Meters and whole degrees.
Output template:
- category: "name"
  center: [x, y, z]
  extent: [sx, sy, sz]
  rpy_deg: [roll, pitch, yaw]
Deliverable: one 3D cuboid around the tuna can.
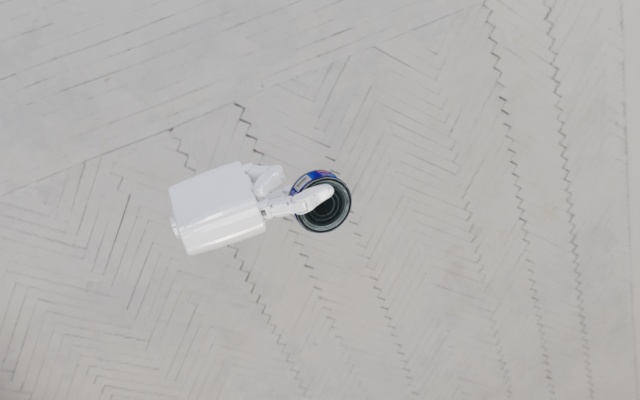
- category: "tuna can"
  center: [0.000, 0.002, 0.669]
  extent: [0.086, 0.086, 0.033]
  rpy_deg: [0, 19, -21]
